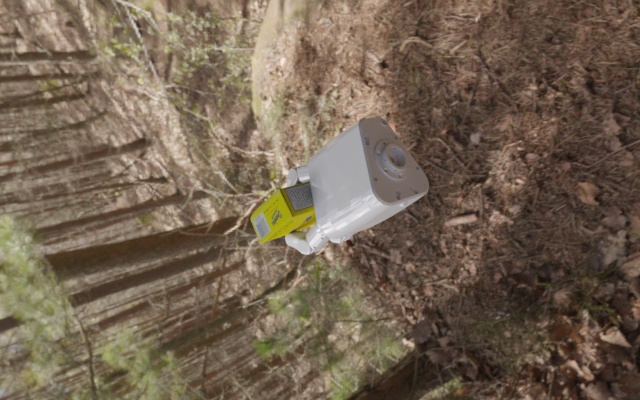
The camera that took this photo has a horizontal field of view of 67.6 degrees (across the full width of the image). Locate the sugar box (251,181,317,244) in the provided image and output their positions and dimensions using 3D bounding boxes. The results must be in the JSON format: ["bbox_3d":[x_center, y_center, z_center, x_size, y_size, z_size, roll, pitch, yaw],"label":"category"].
[{"bbox_3d":[0.000,0.003,0.653,0.176,0.048,0.093,-14,-16,-39],"label":"sugar box"}]
